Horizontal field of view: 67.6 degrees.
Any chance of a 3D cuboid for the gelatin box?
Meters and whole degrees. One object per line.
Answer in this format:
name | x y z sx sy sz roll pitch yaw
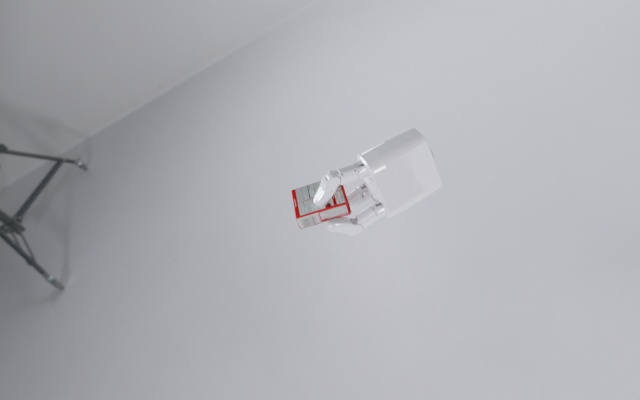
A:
gelatin box | 0.000 0.002 0.792 0.089 0.030 0.073 -17 42 3
